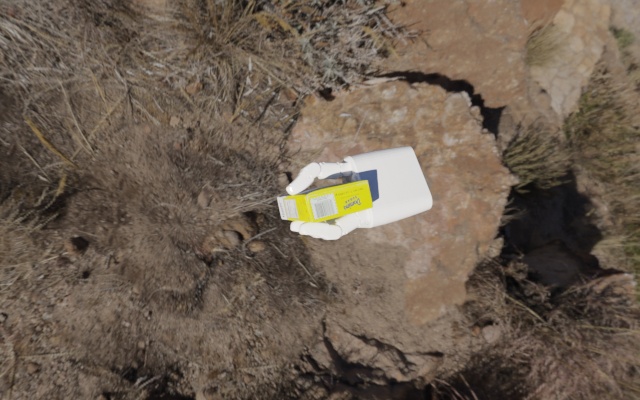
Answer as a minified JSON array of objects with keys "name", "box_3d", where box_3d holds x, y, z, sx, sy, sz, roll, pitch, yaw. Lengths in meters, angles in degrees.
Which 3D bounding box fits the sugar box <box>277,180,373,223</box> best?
[{"name":"sugar box","box_3d":[0.000,0.003,0.719,0.093,0.048,0.176,-13,1,-17]}]
